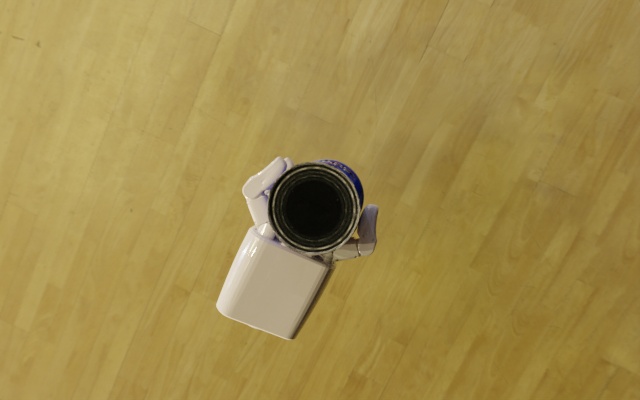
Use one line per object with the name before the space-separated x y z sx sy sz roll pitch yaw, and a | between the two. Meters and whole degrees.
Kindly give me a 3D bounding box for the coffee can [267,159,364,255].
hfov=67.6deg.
coffee can | 0.000 0.002 0.582 0.103 0.103 0.140 0 6 7
